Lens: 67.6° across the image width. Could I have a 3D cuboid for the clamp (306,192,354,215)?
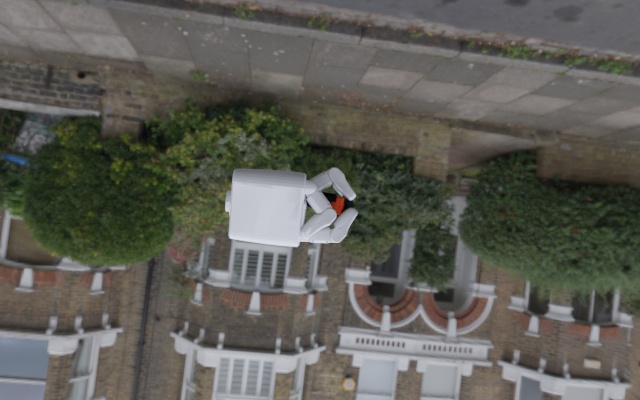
[{"bbox_3d":[0.000,0.003,0.810,0.120,0.039,0.171,5,-2,-4],"label":"clamp"}]
